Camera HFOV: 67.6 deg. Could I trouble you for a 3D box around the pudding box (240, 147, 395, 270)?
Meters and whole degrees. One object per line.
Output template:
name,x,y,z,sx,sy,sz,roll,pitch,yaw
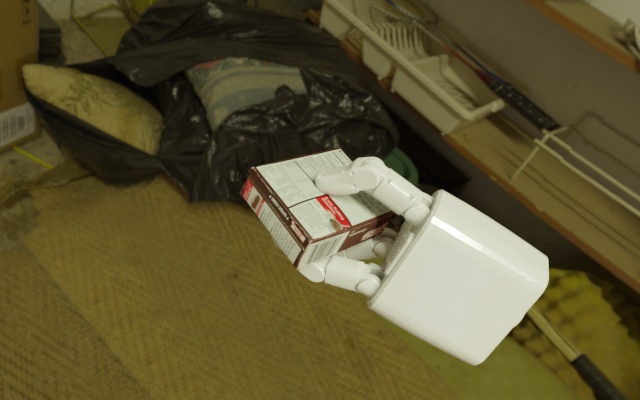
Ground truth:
pudding box,0.000,0.001,0.427,0.113,0.090,0.039,-16,-33,-43
